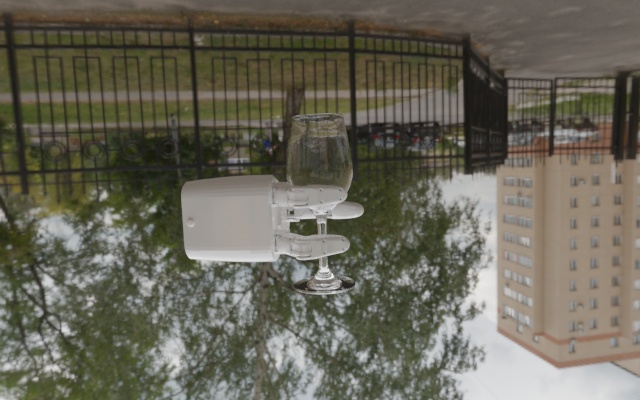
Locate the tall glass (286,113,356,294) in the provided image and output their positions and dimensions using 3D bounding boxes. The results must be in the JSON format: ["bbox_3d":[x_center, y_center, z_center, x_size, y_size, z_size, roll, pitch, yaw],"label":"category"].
[{"bbox_3d":[0.000,0.003,0.559,0.079,0.201,0.079,-2,6,0],"label":"tall glass"}]
